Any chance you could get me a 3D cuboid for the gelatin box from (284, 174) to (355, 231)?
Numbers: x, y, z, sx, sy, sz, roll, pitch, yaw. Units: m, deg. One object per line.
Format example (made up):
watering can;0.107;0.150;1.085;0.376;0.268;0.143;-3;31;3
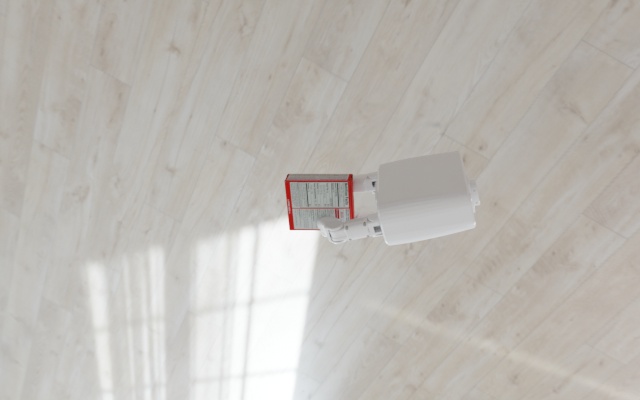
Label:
gelatin box;0.000;0.002;0.633;0.089;0.073;0.030;0;25;9
